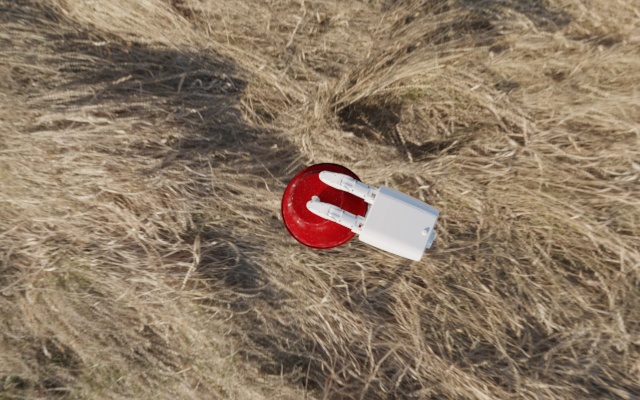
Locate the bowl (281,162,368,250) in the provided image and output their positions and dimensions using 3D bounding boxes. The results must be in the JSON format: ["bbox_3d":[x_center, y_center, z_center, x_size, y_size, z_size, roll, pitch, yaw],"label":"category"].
[{"bbox_3d":[-0.001,0.003,0.837,0.162,0.162,0.055,0,-13,14],"label":"bowl"}]
